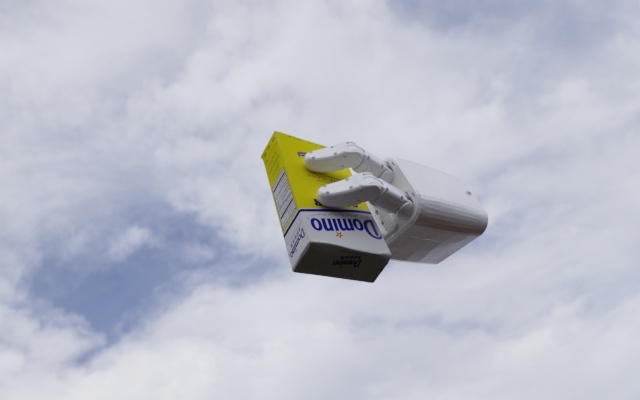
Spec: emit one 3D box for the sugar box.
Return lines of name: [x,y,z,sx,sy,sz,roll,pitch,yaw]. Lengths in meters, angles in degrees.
sugar box: [0.000,0.001,0.496,0.093,0.048,0.176,12,33,-29]
